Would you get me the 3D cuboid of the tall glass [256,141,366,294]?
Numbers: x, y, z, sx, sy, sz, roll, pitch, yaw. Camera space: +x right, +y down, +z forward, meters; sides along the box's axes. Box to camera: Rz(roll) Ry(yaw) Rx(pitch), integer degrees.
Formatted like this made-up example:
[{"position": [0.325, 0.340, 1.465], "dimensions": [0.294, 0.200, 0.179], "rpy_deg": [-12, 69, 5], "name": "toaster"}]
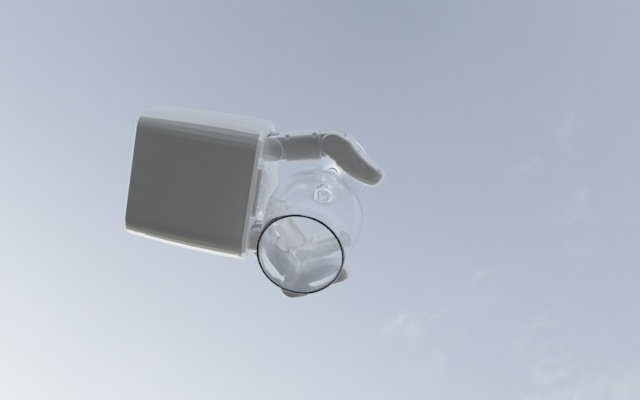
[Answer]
[{"position": [0.000, 0.001, 0.416], "dimensions": [0.079, 0.079, 0.201], "rpy_deg": [0, 22, 9], "name": "tall glass"}]
